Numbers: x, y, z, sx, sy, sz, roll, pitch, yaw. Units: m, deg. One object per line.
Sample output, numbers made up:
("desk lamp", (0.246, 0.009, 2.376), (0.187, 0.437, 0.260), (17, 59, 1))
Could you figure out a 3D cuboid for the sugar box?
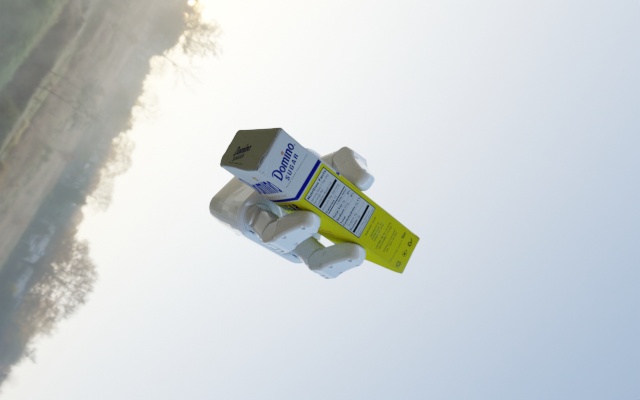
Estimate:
("sugar box", (0.000, 0.002, 0.433), (0.176, 0.048, 0.093), (33, -11, -29))
